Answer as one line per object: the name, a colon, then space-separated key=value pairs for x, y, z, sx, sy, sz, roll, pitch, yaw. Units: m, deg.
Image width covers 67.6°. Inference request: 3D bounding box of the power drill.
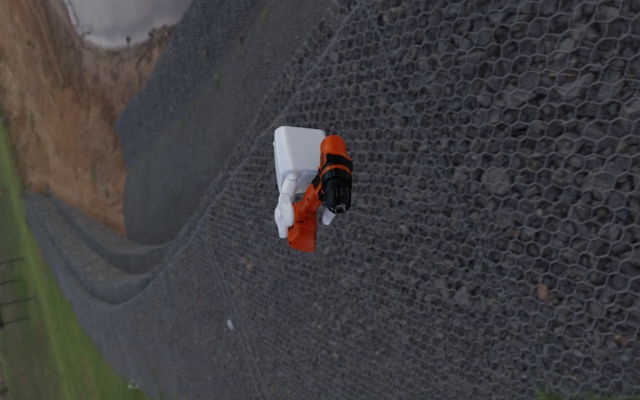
power drill: x=0.000 y=0.003 z=0.835 sx=0.057 sy=0.188 sz=0.184 roll=19 pitch=38 yaw=-16
